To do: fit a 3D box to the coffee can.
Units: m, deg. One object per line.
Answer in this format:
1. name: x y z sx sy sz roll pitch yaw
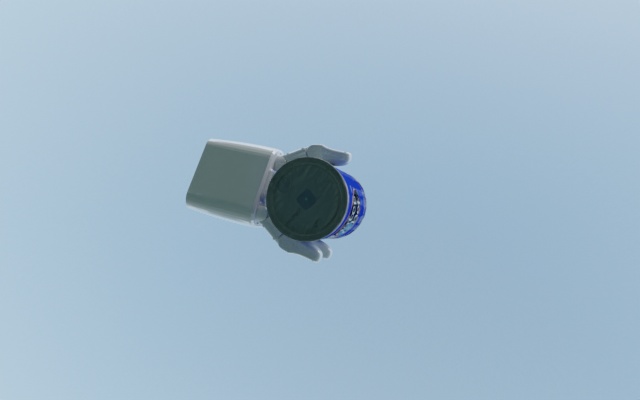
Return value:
1. coffee can: 0.000 0.002 0.637 0.103 0.103 0.140 0 -3 15
